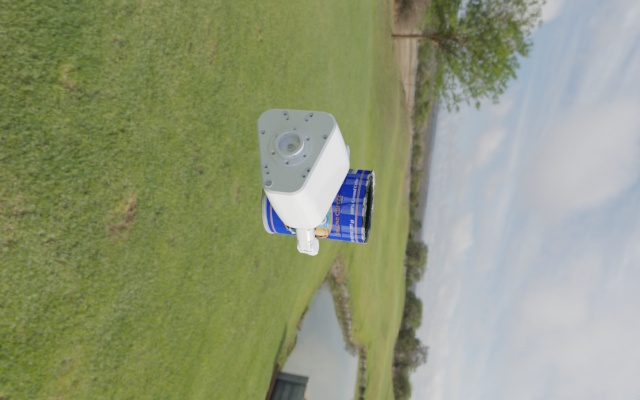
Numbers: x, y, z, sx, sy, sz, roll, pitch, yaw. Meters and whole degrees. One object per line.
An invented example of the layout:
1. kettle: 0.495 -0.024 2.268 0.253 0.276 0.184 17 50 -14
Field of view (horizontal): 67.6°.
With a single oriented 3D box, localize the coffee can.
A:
1. coffee can: 0.000 0.002 0.669 0.140 0.103 0.103 6 1 12
